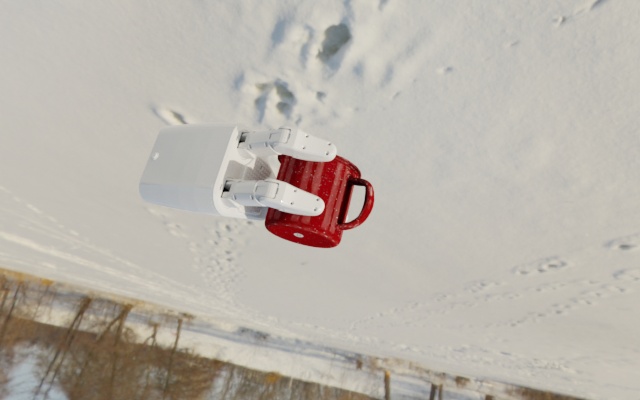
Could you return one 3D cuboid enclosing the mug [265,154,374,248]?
[{"bbox_3d":[0.001,0.002,0.496,0.117,0.081,0.093,5,-19,27],"label":"mug"}]
